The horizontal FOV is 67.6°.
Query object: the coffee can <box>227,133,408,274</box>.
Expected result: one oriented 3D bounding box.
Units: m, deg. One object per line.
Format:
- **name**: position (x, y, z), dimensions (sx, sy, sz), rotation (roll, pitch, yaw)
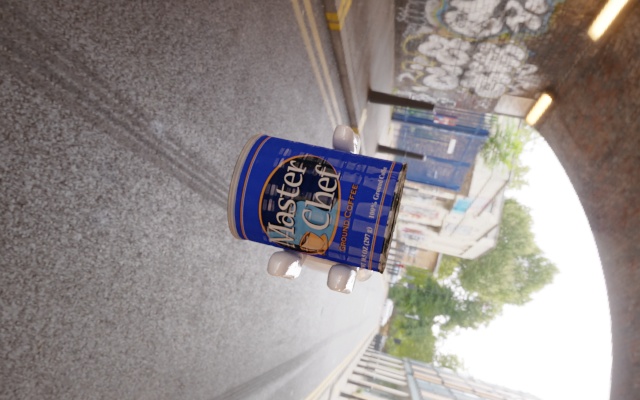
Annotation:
- **coffee can**: position (0.000, 0.001, 0.439), dimensions (0.140, 0.103, 0.103), rotation (13, 2, 11)
